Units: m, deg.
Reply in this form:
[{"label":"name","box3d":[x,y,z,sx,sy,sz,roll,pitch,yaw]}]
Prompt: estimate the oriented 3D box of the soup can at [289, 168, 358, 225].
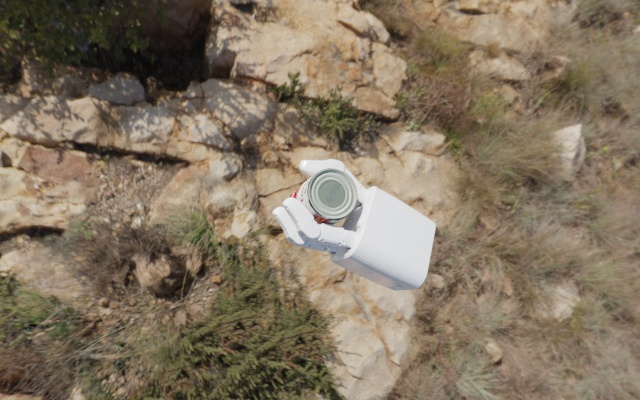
[{"label":"soup can","box3d":[0.000,0.002,0.632,0.068,0.068,0.102,0,-12,-19]}]
